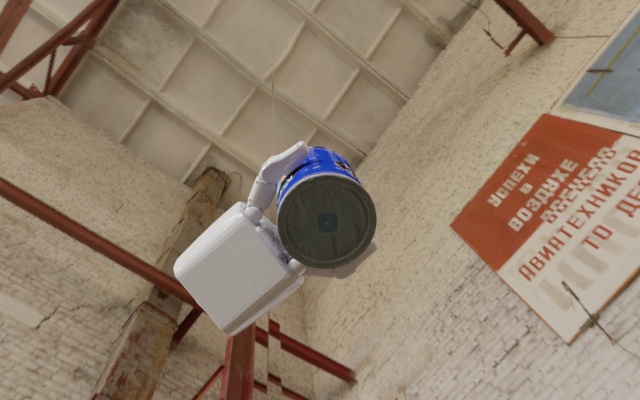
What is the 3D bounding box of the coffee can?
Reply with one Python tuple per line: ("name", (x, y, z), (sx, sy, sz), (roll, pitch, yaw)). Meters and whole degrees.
("coffee can", (0.000, 0.002, 0.548), (0.103, 0.103, 0.140), (0, 18, -6))
